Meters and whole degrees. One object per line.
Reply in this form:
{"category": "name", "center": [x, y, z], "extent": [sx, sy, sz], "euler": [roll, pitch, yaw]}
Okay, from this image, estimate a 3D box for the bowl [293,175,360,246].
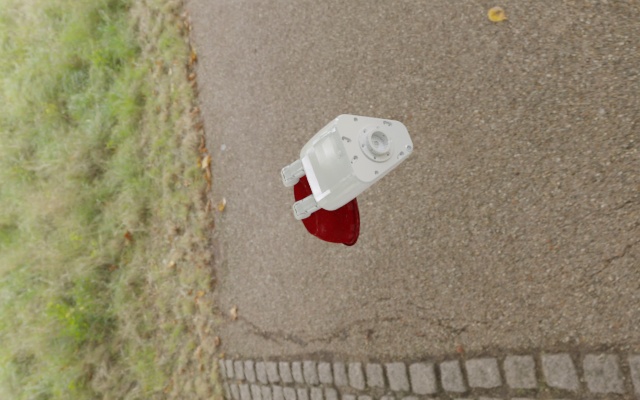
{"category": "bowl", "center": [-0.001, 0.003, 0.747], "extent": [0.055, 0.162, 0.162], "euler": [-18, 6, -19]}
